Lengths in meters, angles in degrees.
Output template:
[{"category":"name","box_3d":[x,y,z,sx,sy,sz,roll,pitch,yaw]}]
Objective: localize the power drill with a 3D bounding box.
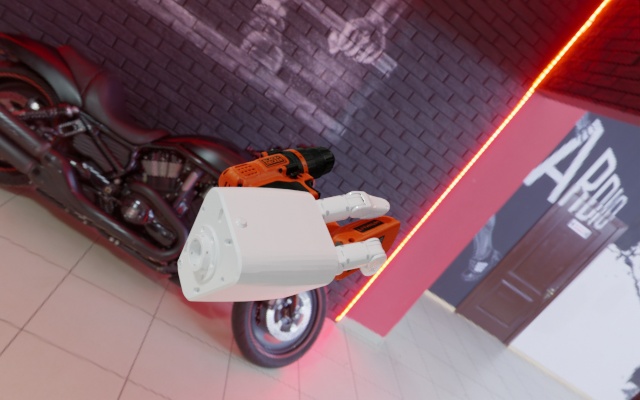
[{"category":"power drill","box_3d":[0.000,0.002,0.573,0.187,0.057,0.184,37,38,28]}]
